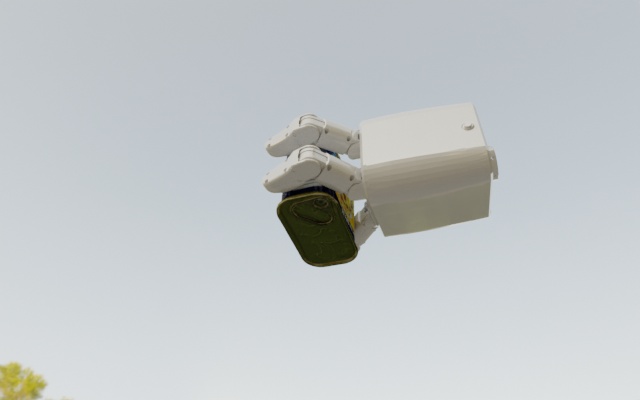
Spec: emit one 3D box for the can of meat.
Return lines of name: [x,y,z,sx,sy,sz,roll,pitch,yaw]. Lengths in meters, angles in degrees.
can of meat: [0.000,0.001,0.473,0.057,0.083,0.102,-12,-46,15]
